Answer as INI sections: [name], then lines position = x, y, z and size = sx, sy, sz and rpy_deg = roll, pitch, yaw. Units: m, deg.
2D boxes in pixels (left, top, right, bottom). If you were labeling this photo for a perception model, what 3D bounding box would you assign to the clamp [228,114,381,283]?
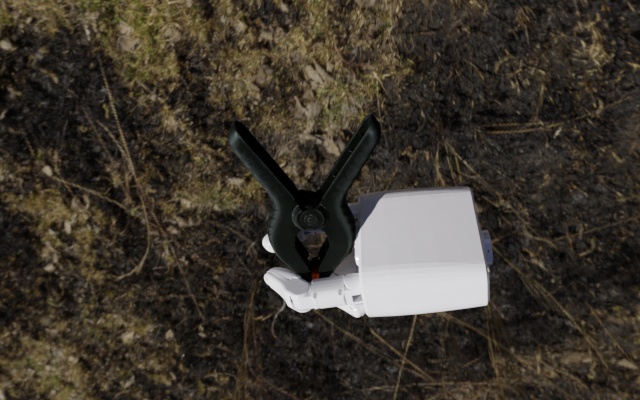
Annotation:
[clamp]
position = 0.000, 0.002, 0.412
size = 0.120, 0.172, 0.039
rpy_deg = -7, 34, 11
